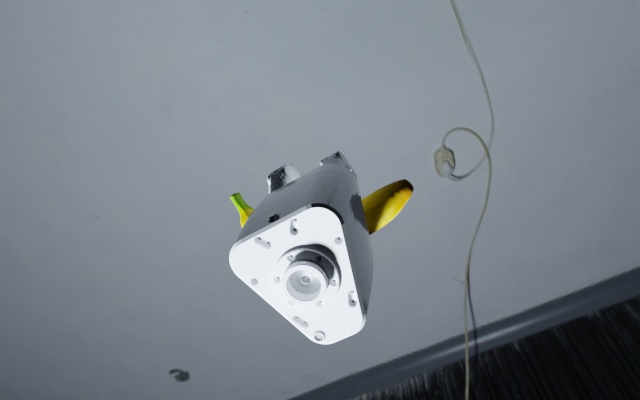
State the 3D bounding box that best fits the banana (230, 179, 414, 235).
[{"bbox_3d":[-0.001,0.020,0.496,0.198,0.069,0.037,-4,8,12],"label":"banana"}]
